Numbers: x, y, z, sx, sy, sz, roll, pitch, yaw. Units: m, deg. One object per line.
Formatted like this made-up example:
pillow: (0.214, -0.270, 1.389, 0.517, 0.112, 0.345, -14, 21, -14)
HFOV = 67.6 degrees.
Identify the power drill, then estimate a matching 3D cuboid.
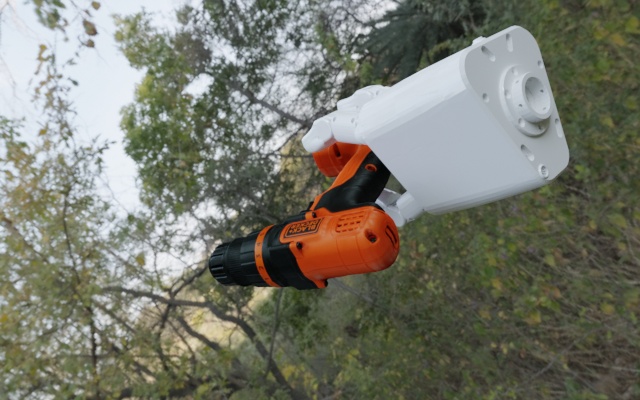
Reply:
power drill: (0.000, 0.001, 0.438, 0.184, 0.057, 0.187, -11, 36, 33)
